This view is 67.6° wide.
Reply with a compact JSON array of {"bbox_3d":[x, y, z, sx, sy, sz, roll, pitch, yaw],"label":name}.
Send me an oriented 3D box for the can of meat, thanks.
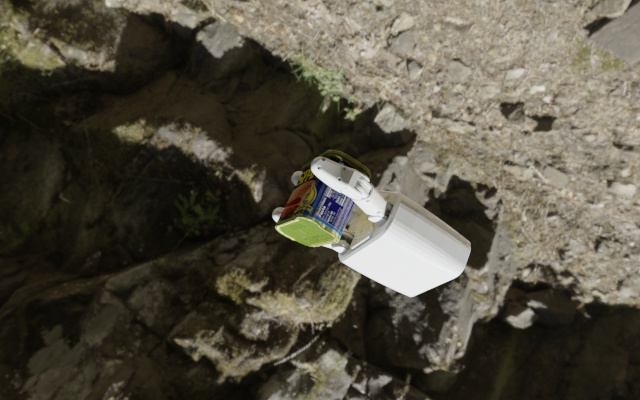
[{"bbox_3d":[0.000,0.002,0.530,0.057,0.084,0.102,32,-21,-16],"label":"can of meat"}]
